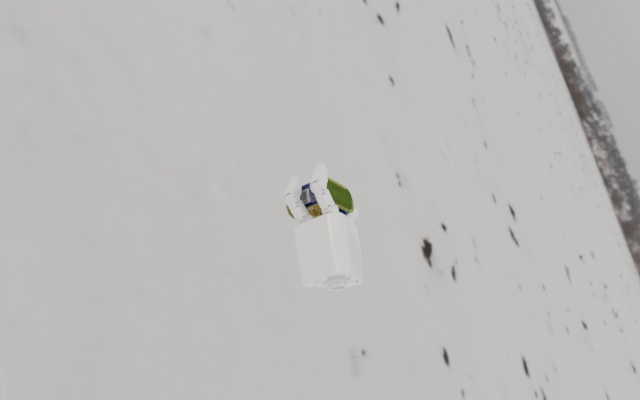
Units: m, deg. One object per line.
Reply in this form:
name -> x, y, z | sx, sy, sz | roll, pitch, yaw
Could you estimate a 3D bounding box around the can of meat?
can of meat -> 0.000, 0.003, 0.877 | 0.084, 0.057, 0.102 | -22, -30, 31
